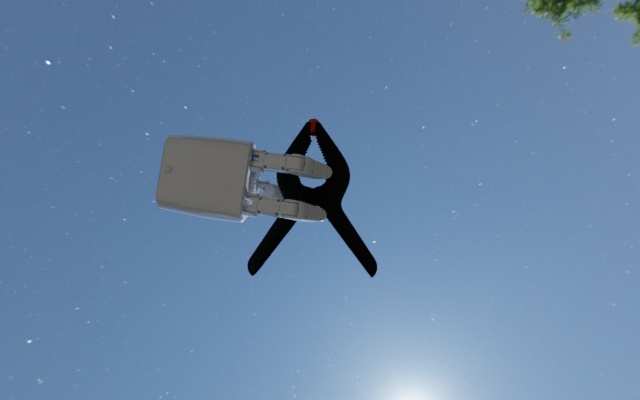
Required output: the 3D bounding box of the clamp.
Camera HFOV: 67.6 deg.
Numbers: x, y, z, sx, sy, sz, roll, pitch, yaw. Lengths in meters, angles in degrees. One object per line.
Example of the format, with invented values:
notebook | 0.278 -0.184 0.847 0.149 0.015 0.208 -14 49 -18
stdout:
clamp | 0.000 0.002 0.616 0.164 0.210 0.036 7 -5 2
